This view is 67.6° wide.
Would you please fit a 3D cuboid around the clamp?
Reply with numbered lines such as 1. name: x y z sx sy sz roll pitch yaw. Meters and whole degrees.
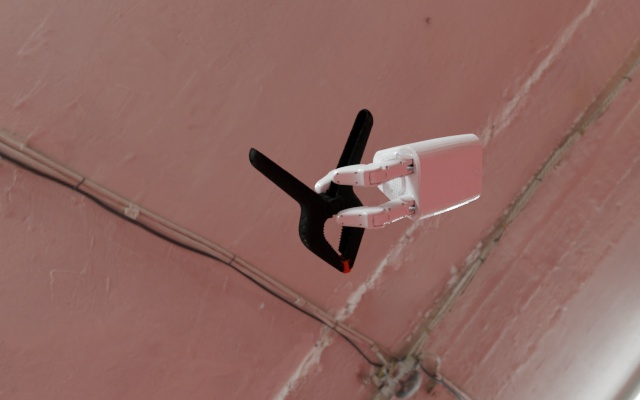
1. clamp: 0.000 0.002 0.602 0.164 0.210 0.036 -15 23 -22
